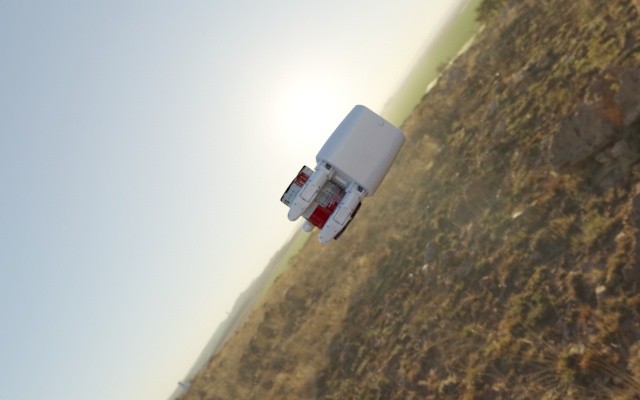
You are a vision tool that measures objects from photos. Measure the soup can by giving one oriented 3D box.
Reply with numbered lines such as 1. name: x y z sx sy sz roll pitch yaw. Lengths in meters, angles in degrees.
1. soup can: 0.000 0.003 0.700 0.102 0.068 0.068 35 -1 -1
